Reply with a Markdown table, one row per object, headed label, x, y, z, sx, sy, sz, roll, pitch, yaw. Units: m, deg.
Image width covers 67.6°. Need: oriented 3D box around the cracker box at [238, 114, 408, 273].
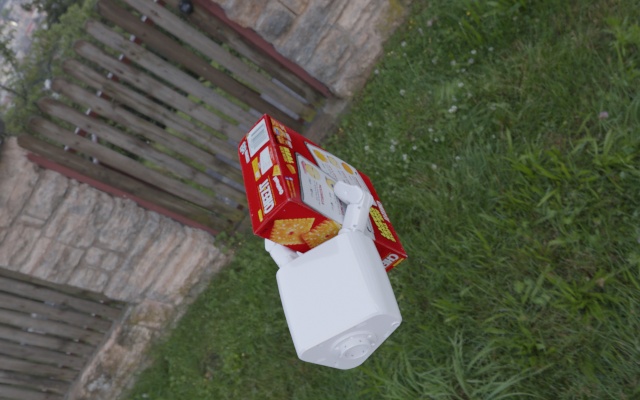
| label | x | y | z | sx | sy | sz | roll | pitch | yaw |
| --- | --- | --- | --- | --- | --- | --- | --- | --- | --- |
| cracker box | 0.000 | 0.002 | 0.631 | 0.214 | 0.164 | 0.072 | 28 | -60 | -38 |
